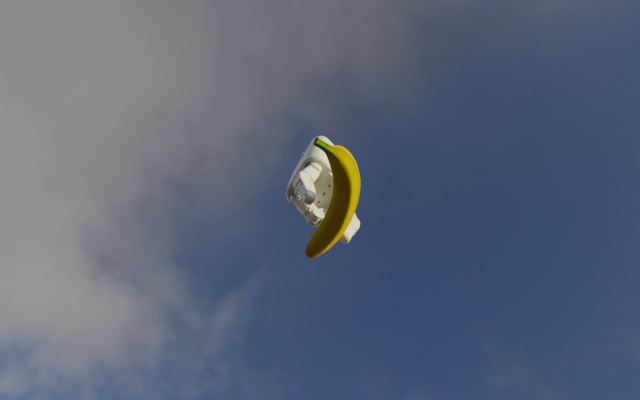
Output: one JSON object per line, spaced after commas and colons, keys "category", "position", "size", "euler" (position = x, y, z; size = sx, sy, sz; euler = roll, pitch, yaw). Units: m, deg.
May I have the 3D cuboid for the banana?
{"category": "banana", "position": [0.019, 0.001, 0.678], "size": [0.069, 0.198, 0.037], "euler": [7, 30, 2]}
